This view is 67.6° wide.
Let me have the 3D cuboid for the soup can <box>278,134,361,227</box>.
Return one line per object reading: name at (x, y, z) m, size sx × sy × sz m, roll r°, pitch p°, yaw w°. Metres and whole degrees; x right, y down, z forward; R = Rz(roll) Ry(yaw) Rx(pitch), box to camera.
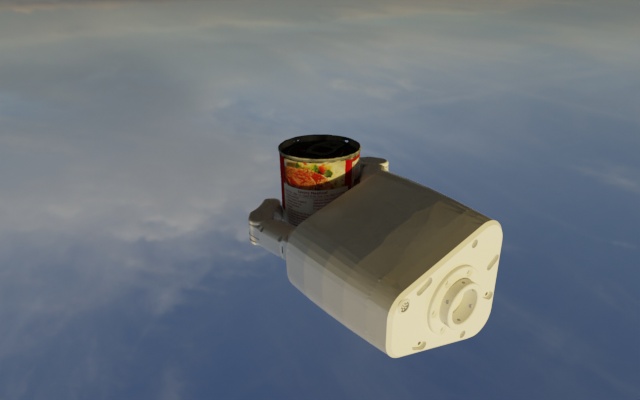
soup can at (0.000, 0.001, 0.412) m, size 0.068 × 0.102 × 0.068 m, roll -1°, pitch 24°, yaw 0°
